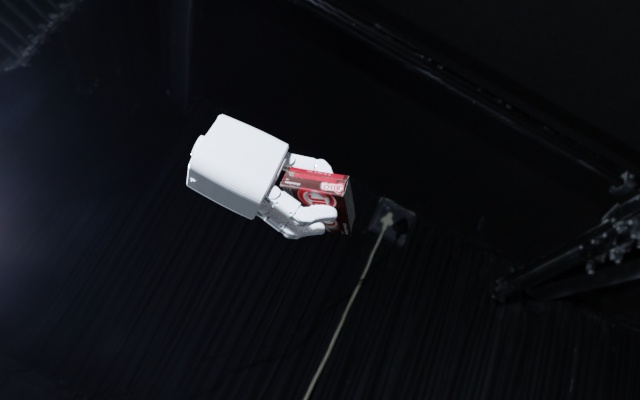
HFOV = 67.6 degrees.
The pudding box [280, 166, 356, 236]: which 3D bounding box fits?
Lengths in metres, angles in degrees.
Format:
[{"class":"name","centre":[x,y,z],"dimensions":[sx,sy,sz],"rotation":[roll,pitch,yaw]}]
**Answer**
[{"class":"pudding box","centre":[0.000,0.002,0.678],"dimensions":[0.090,0.039,0.114],"rotation":[11,-27,17]}]
